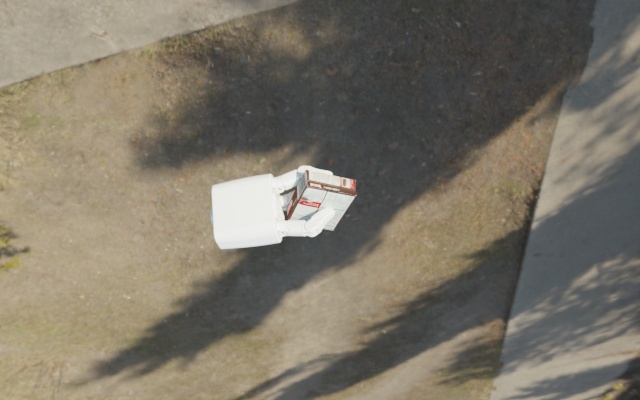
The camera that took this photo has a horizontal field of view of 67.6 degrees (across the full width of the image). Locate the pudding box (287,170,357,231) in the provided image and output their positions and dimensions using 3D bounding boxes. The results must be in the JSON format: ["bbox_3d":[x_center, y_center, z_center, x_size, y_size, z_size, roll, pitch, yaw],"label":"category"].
[{"bbox_3d":[0.000,0.003,0.816,0.090,0.039,0.114,10,-37,-17],"label":"pudding box"}]
